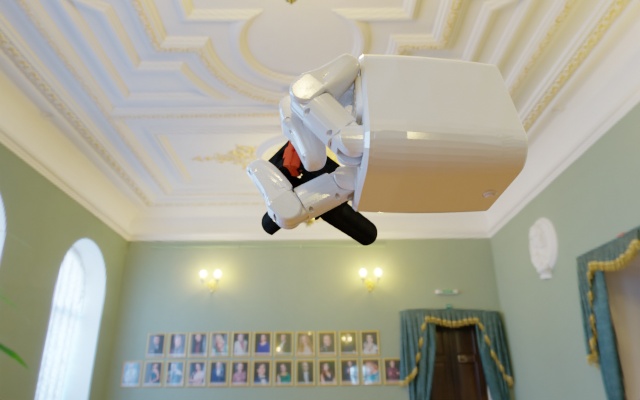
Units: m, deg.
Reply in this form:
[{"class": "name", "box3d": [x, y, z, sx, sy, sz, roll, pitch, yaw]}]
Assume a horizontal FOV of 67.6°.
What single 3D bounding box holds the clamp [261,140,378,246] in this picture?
[{"class": "clamp", "box3d": [0.000, 0.001, 0.434, 0.120, 0.039, 0.171, 4, -22, 0]}]
